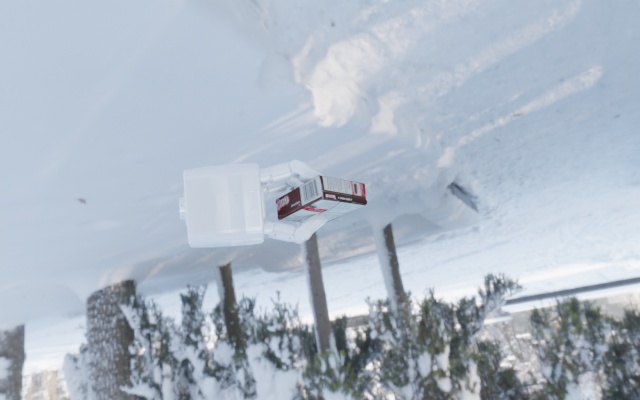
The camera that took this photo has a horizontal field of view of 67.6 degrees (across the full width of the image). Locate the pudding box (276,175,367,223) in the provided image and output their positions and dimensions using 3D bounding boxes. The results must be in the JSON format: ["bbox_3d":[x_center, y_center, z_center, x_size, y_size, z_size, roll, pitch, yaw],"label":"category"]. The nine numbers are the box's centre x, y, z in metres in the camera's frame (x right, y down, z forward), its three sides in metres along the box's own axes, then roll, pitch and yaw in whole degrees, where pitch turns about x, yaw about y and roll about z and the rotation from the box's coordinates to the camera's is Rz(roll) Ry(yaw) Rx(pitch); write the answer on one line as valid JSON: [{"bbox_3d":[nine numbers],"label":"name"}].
[{"bbox_3d":[0.000,0.003,0.722,0.090,0.039,0.113,7,-21,-39],"label":"pudding box"}]
